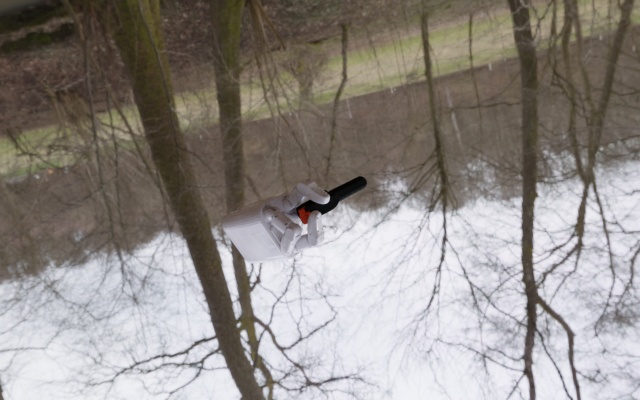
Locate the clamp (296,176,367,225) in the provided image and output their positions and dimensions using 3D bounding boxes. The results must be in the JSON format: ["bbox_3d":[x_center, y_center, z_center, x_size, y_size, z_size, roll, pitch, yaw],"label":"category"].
[{"bbox_3d":[0.000,0.003,0.873,0.120,0.039,0.171,-24,3,40],"label":"clamp"}]
